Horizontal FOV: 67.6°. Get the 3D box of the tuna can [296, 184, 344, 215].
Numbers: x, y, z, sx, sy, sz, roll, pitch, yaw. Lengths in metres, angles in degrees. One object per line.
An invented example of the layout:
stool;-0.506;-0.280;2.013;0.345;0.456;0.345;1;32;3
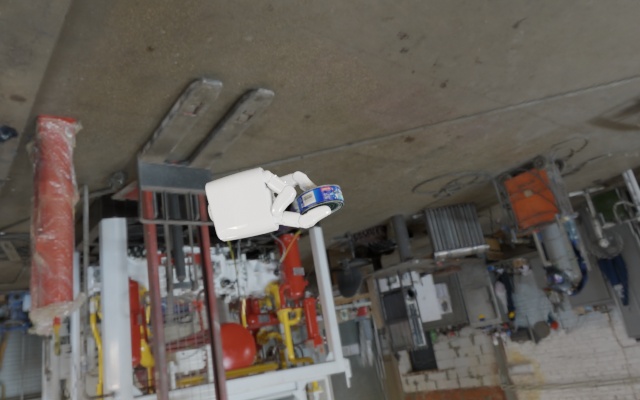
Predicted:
tuna can;0.000;0.003;0.888;0.086;0.033;0.086;-14;-18;-5
